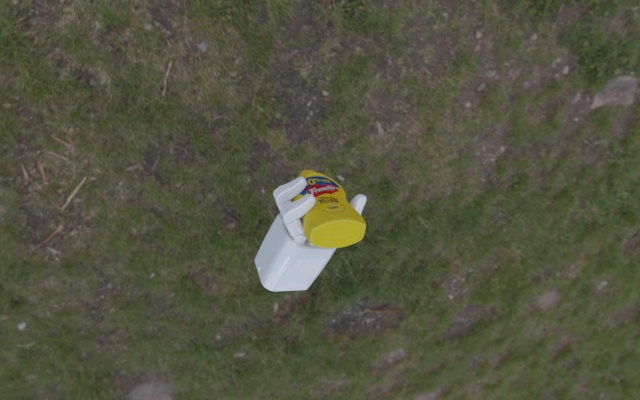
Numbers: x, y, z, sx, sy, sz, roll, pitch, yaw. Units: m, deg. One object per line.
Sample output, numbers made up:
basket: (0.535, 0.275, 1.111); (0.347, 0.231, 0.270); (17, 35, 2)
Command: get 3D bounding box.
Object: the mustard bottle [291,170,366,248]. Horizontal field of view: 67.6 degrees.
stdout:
mustard bottle: (0.000, 0.003, 0.820); (0.096, 0.058, 0.191); (-5, 34, -18)
